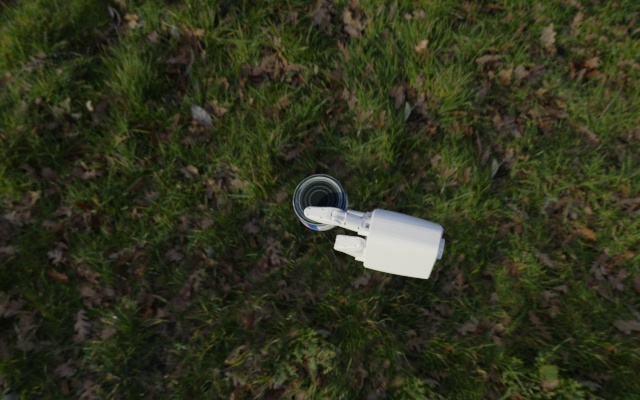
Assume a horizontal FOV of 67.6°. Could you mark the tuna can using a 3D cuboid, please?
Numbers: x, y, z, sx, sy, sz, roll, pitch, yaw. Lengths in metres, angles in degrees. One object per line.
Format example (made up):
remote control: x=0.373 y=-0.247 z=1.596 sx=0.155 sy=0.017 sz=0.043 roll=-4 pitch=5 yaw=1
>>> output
tuna can: x=0.000 y=0.002 z=0.753 sx=0.086 sy=0.086 sz=0.034 roll=0 pitch=-15 yaw=9
